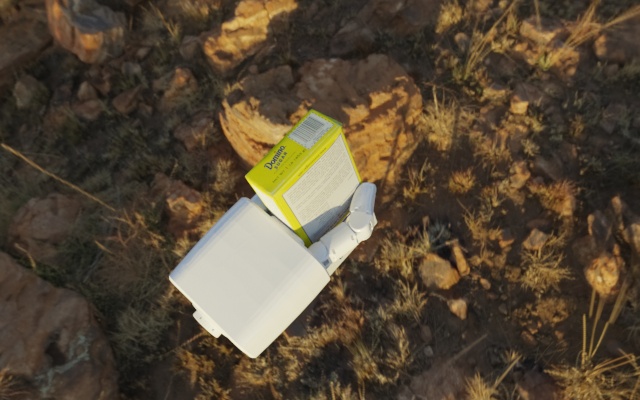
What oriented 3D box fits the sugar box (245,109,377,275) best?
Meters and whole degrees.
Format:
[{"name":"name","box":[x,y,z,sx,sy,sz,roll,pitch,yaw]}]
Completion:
[{"name":"sugar box","box":[0.000,0.001,0.488,0.048,0.093,0.176,35,-17,31]}]
